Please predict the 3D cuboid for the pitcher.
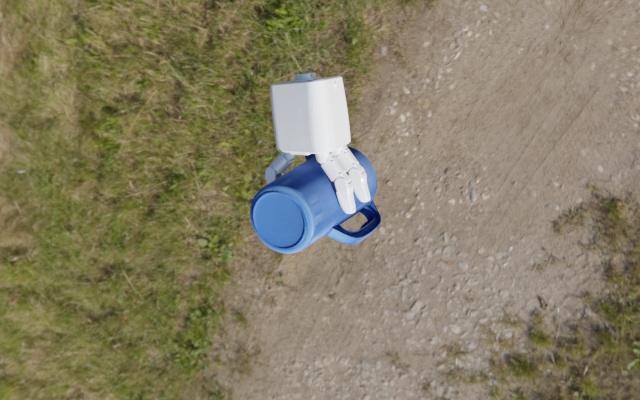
[{"bbox_3d":[0.000,0.002,0.785,0.149,0.145,0.242,3,18,26],"label":"pitcher"}]
